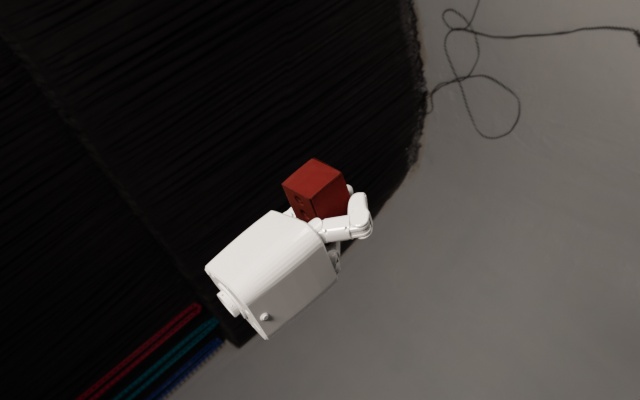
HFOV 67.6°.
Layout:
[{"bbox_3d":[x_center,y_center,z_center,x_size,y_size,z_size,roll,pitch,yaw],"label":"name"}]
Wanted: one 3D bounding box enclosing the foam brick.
[{"bbox_3d":[0.000,0.001,0.549,0.051,0.078,0.053,-39,42,-20],"label":"foam brick"}]
